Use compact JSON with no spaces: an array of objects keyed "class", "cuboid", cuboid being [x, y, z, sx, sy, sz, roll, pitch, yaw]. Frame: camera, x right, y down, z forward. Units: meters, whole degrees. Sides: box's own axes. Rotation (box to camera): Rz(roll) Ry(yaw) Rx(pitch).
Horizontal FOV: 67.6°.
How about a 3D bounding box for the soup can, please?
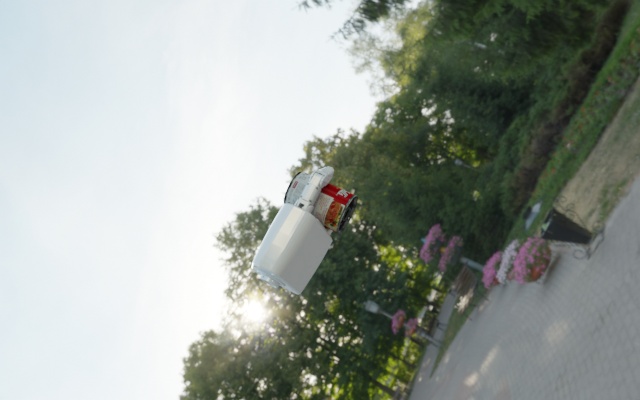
[{"class":"soup can","cuboid":[0.000,0.002,0.774,0.102,0.068,0.068,25,7,15]}]
